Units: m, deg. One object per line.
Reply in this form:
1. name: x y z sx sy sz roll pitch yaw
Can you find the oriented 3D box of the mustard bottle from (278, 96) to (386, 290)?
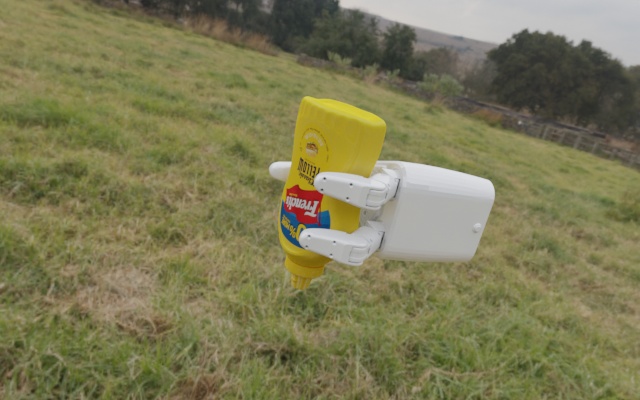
1. mustard bottle: 0.000 0.001 0.471 0.058 0.192 0.096 -4 25 -41
